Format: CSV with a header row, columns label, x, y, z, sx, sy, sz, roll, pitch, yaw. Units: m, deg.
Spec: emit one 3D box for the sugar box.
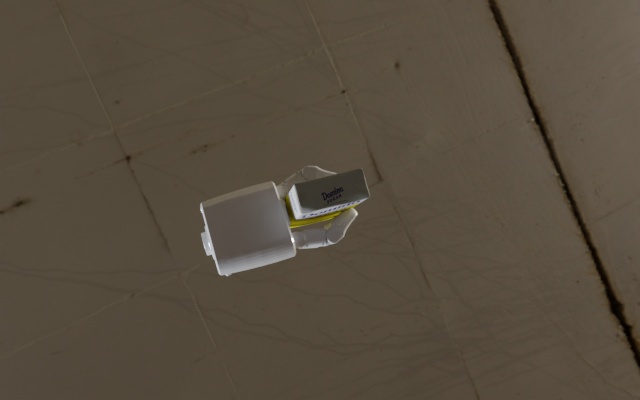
label,x,y,z,sx,sy,sz,roll,pitch,yaw
sugar box,0.000,0.003,0.672,0.093,0.048,0.176,-14,-4,-11
